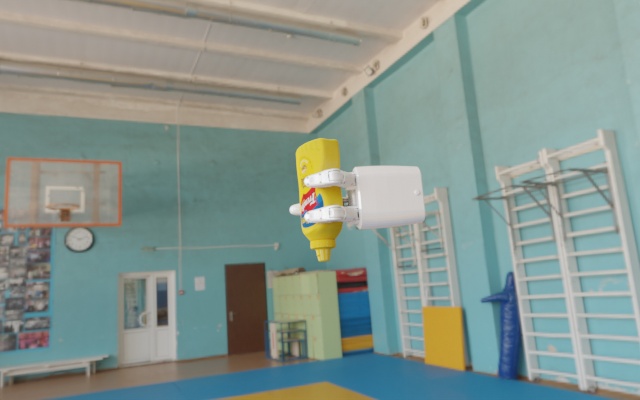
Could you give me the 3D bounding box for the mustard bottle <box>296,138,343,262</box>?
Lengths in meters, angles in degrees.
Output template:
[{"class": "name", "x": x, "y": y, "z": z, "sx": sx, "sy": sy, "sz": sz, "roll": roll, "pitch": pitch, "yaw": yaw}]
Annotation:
[{"class": "mustard bottle", "x": 0.000, "y": 0.002, "z": 0.777, "sx": 0.058, "sy": 0.191, "sz": 0.096, "roll": 1, "pitch": -11, "yaw": -31}]
